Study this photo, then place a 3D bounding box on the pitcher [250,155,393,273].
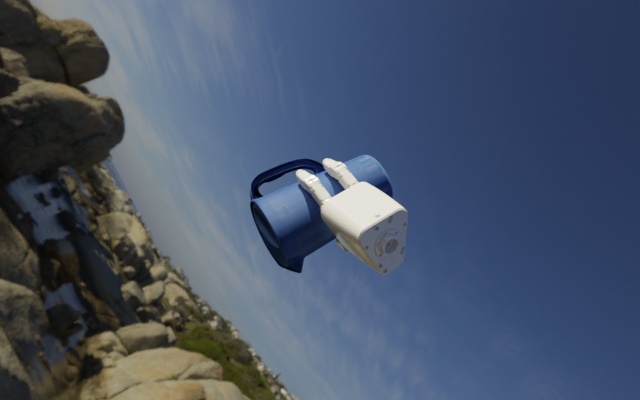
[{"bbox_3d":[0.000,0.003,0.862,0.243,0.149,0.145,-27,34,-18],"label":"pitcher"}]
